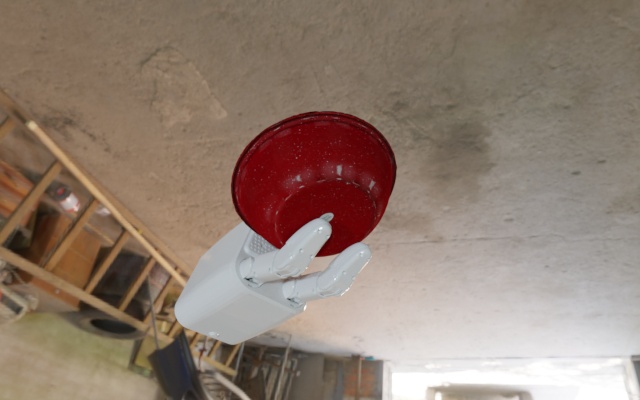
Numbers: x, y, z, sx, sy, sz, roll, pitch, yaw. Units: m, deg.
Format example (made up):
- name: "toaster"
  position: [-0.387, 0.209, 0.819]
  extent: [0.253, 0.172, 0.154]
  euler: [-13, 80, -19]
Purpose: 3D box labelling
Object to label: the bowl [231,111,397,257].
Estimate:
- name: "bowl"
  position: [0.001, 0.001, 0.440]
  extent: [0.162, 0.162, 0.055]
  euler: [0, 38, -14]
